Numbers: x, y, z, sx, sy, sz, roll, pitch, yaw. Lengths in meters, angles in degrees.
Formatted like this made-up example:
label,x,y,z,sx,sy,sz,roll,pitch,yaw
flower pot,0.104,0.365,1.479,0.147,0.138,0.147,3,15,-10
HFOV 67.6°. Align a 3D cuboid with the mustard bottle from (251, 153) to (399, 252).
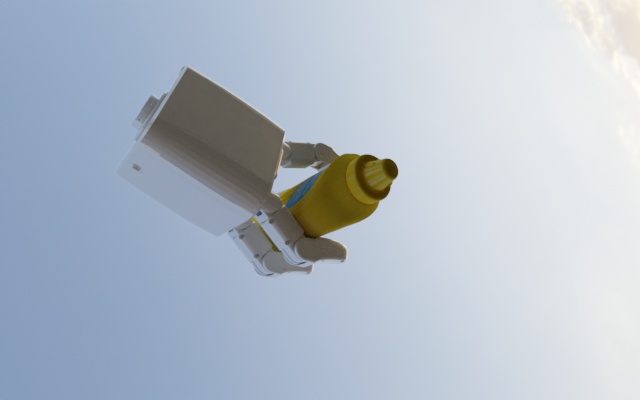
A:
label,x,y,z,sx,sy,sz,roll,pitch,yaw
mustard bottle,0.000,0.002,0.450,0.096,0.058,0.192,-41,9,-39
